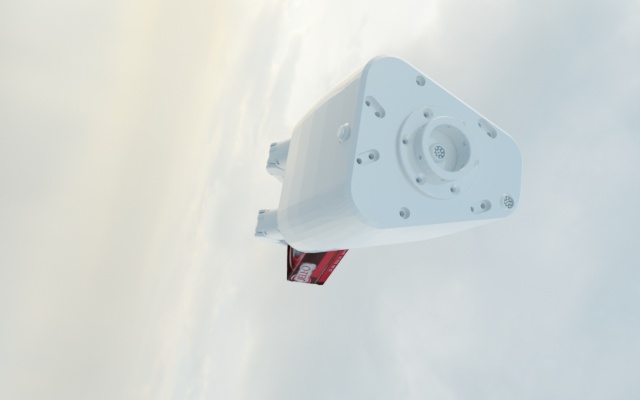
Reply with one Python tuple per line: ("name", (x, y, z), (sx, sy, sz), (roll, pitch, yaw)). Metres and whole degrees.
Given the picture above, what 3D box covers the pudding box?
("pudding box", (0.000, 0.001, 0.403), (0.039, 0.113, 0.090), (14, -43, -17))
